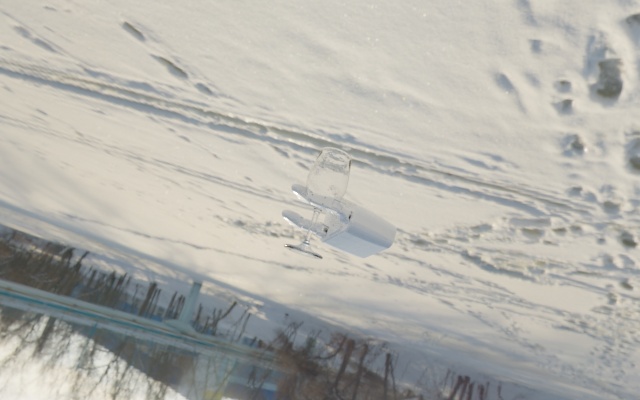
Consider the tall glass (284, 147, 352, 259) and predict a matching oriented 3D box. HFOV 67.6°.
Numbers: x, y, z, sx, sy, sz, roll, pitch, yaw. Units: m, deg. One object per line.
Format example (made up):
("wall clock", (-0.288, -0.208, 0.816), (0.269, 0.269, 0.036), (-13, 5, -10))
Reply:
("tall glass", (0.000, 0.003, 0.888), (0.079, 0.201, 0.079), (17, -15, 5))
